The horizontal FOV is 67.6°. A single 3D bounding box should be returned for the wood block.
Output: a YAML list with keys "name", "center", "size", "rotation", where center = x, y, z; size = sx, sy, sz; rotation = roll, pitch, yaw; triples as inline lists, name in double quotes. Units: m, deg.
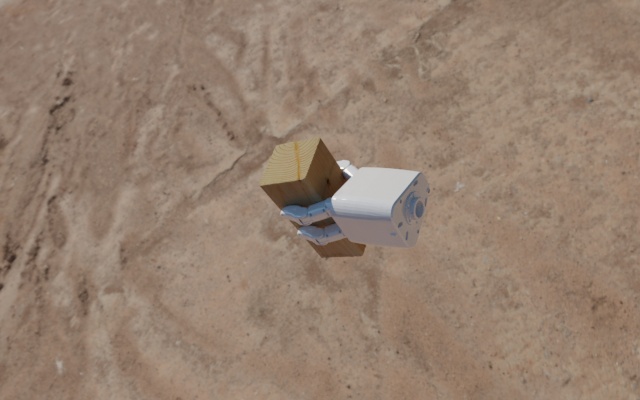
- name: "wood block"
  center: [0.000, 0.002, 0.803]
  size: [0.090, 0.090, 0.206]
  rotation: [-7, -42, 32]
